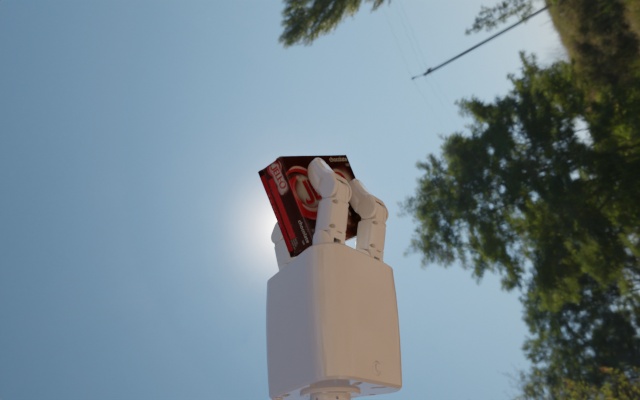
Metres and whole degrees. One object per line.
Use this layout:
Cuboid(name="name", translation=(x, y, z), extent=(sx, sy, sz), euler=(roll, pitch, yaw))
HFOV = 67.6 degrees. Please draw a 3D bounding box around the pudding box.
Cuboid(name="pudding box", translation=(0.000, 0.002, 0.476), extent=(0.039, 0.090, 0.113), euler=(-27, -11, 33))
